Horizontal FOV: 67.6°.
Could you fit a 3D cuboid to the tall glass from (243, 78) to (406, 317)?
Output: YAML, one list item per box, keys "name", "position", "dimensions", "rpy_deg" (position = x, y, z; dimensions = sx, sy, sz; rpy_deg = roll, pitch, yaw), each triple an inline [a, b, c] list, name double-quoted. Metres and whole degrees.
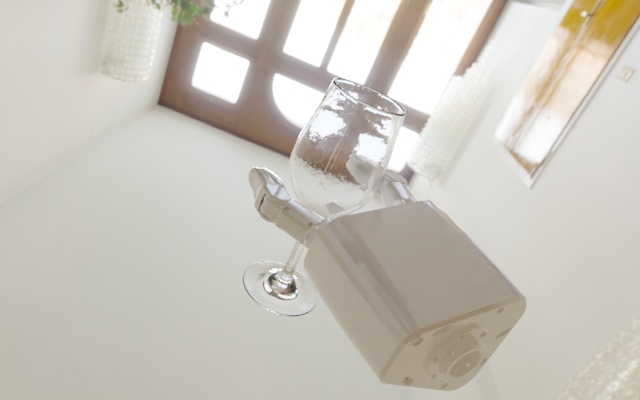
- name: "tall glass"
  position: [0.000, 0.002, 0.409]
  dimensions: [0.079, 0.201, 0.079]
  rpy_deg: [20, 25, -10]
